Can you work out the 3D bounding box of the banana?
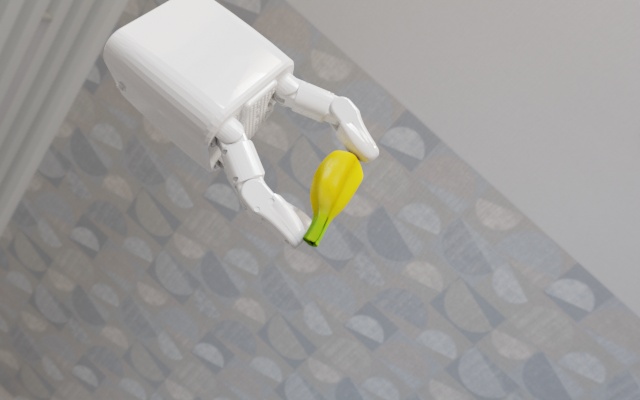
[{"bbox_3d":[0.011,-0.013,0.427,0.037,0.069,0.198,36,9,1],"label":"banana"}]
